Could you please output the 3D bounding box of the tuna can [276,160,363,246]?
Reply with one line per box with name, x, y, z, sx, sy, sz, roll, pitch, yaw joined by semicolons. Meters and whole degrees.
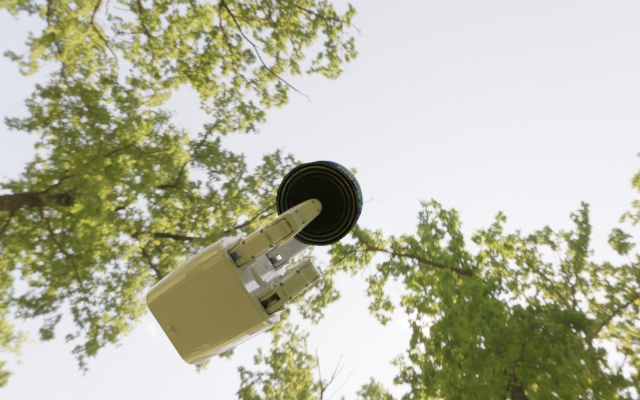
tuna can;0.000;0.001;0.490;0.086;0.086;0.033;0;9;16
